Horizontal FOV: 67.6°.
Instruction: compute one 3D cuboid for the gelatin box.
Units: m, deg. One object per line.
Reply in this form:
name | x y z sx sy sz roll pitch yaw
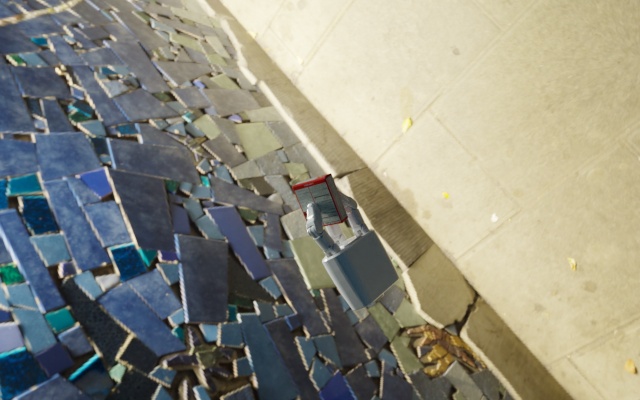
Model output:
gelatin box | 0.000 0.003 0.854 0.073 0.089 0.030 -14 15 34
